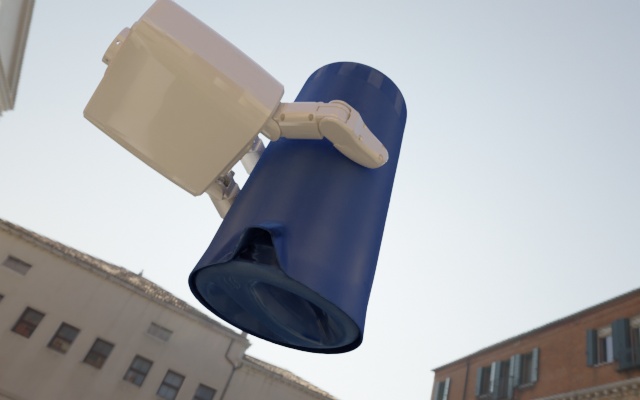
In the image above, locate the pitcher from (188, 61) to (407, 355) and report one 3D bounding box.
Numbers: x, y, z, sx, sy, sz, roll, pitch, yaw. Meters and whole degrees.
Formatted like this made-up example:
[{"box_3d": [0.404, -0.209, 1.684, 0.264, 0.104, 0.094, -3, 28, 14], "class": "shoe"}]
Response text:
[{"box_3d": [0.000, 0.001, 0.417, 0.145, 0.242, 0.149, 36, -37, -20], "class": "pitcher"}]
